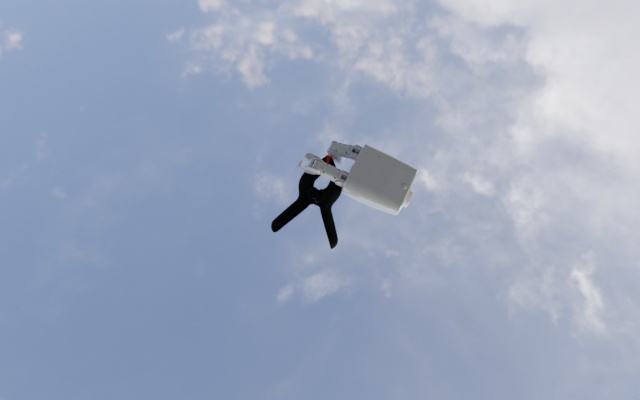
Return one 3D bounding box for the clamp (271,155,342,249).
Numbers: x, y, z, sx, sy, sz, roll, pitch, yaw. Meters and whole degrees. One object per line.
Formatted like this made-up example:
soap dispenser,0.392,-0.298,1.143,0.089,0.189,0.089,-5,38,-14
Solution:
clamp,0.000,0.003,0.853,0.120,0.171,0.039,25,-16,7
